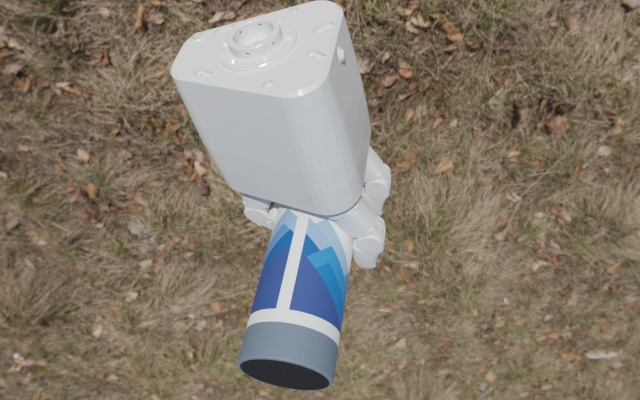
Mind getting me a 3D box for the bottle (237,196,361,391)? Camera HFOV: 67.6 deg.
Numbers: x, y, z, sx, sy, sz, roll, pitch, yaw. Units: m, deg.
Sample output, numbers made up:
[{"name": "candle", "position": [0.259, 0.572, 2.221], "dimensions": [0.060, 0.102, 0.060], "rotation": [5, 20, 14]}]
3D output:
[{"name": "bottle", "position": [0.000, 0.002, 0.408], "dimensions": [0.069, 0.295, 0.069], "rotation": [8, -36, 6]}]
